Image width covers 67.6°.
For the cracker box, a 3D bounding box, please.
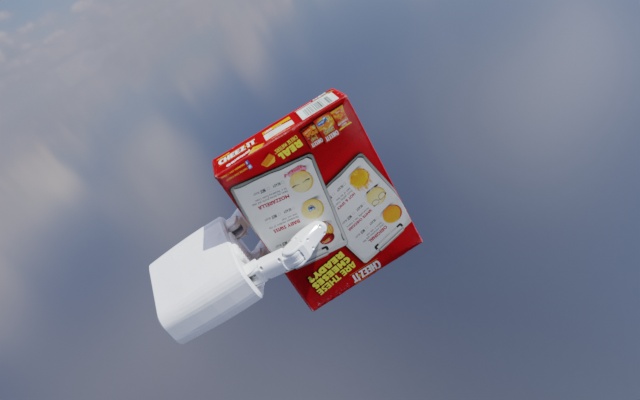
[{"bbox_3d":[0.000,0.002,0.567,0.164,0.214,0.072,-32,27,0],"label":"cracker box"}]
